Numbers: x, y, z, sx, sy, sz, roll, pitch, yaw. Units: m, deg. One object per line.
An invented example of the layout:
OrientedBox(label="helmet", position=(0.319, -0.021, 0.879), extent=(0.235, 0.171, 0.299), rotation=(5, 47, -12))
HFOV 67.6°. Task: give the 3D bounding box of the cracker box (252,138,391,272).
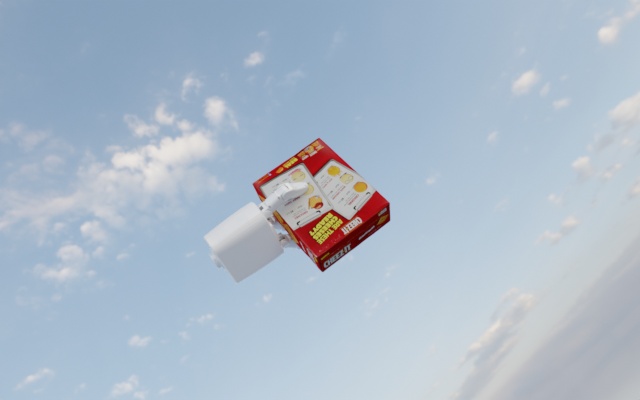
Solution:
OrientedBox(label="cracker box", position=(0.000, 0.003, 0.890), extent=(0.164, 0.213, 0.072), rotation=(-36, -33, -12))
